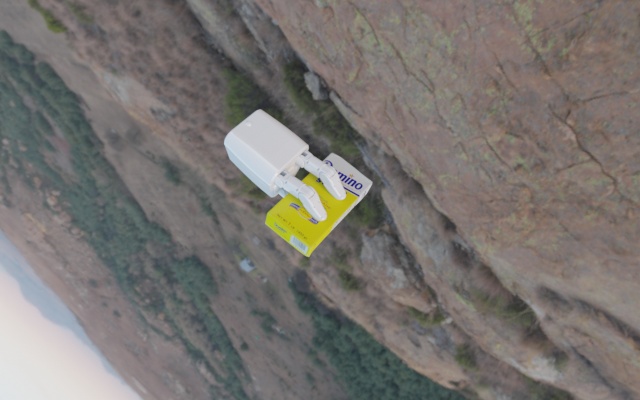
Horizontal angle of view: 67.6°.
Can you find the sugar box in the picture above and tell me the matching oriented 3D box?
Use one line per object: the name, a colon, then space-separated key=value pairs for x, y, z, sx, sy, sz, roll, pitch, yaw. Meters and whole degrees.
sugar box: x=0.000 y=0.002 z=0.804 sx=0.093 sy=0.176 sz=0.048 roll=38 pitch=-29 yaw=10
